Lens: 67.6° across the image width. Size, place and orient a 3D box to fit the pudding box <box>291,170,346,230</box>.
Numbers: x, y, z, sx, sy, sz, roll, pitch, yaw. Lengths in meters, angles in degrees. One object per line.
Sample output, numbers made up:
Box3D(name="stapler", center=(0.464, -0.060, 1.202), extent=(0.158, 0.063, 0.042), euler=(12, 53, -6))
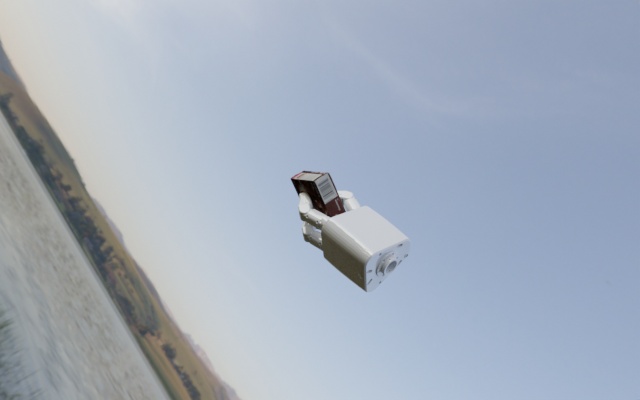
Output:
Box3D(name="pudding box", center=(0.000, 0.003, 0.870), extent=(0.039, 0.113, 0.090), euler=(-31, 20, -26))
